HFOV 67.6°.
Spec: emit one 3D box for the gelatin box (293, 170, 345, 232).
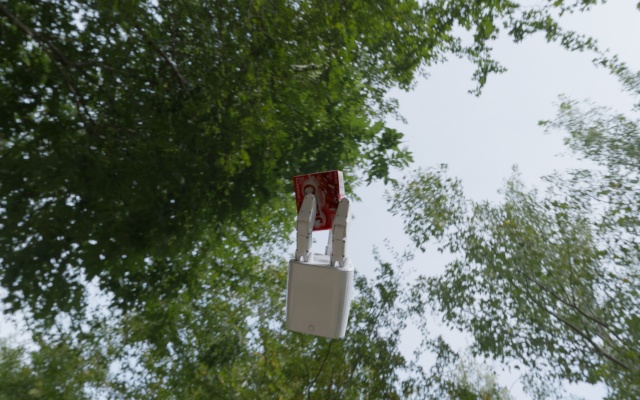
[{"bbox_3d":[0.000,0.002,0.733,0.073,0.089,0.030,-7,-4,17],"label":"gelatin box"}]
